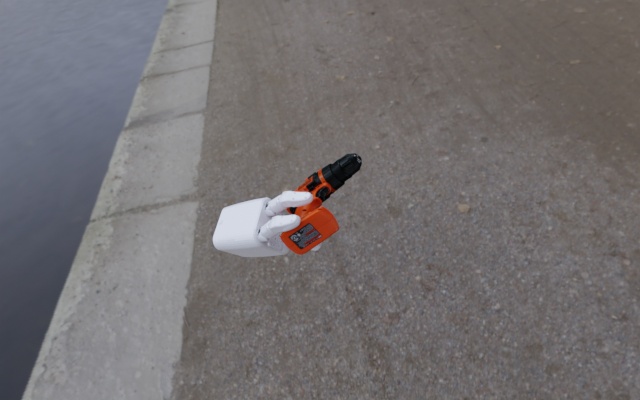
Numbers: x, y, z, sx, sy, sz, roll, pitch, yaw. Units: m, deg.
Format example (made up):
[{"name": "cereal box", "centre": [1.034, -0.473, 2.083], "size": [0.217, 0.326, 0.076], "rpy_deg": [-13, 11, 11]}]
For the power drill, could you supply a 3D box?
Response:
[{"name": "power drill", "centre": [0.000, 0.003, 0.879], "size": [0.184, 0.057, 0.187], "rpy_deg": [-37, 19, 23]}]
